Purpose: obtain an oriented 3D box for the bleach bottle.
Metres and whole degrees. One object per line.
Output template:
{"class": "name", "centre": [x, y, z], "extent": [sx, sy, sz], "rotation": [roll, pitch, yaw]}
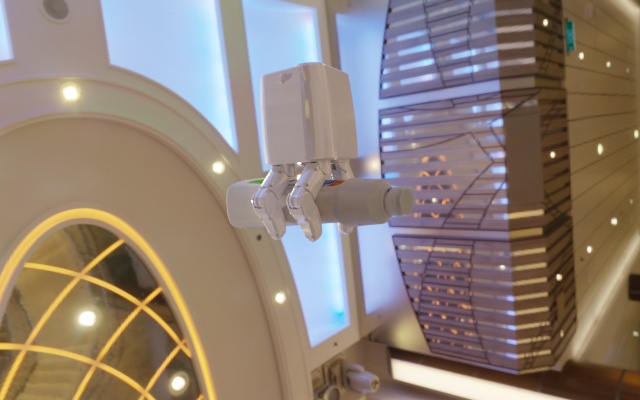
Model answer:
{"class": "bleach bottle", "centre": [0.000, 0.002, 0.585], "extent": [0.251, 0.068, 0.102], "rotation": [-1, 5, 40]}
